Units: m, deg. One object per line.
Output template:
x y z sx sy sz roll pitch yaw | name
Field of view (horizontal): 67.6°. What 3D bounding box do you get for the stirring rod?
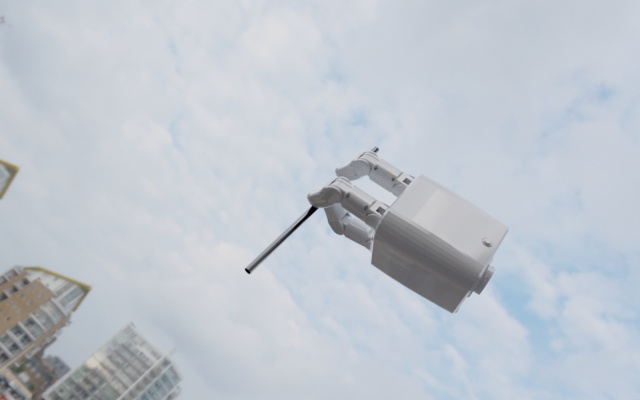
0.000 0.002 0.532 0.011 0.011 0.239 0 34 45 | stirring rod
